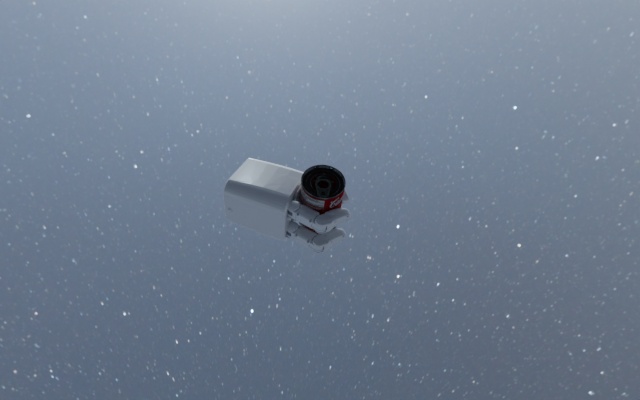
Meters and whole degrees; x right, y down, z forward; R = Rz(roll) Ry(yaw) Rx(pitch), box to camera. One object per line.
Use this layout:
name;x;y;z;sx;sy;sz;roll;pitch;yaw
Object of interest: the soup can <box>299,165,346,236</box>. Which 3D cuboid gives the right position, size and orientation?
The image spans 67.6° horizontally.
soup can;0.001;0.003;0.759;0.068;0.068;0.102;0;-39;-6
